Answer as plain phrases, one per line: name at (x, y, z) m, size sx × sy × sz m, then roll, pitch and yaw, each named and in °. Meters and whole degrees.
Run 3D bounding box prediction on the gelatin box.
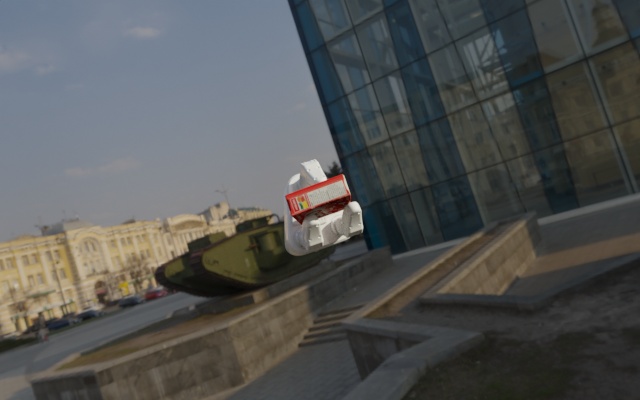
gelatin box at (0.000, 0.001, 0.592) m, size 0.073 × 0.030 × 0.089 m, roll -20°, pitch -11°, yaw 1°
